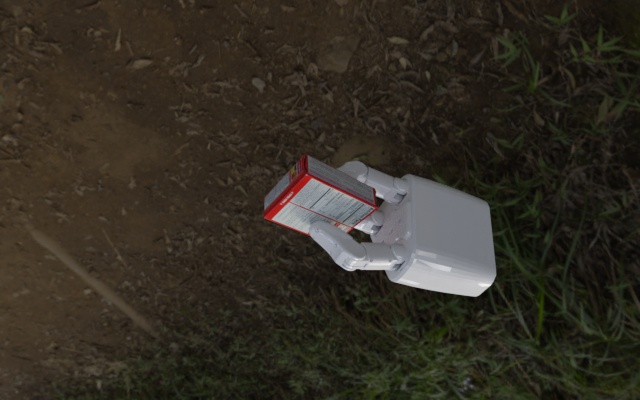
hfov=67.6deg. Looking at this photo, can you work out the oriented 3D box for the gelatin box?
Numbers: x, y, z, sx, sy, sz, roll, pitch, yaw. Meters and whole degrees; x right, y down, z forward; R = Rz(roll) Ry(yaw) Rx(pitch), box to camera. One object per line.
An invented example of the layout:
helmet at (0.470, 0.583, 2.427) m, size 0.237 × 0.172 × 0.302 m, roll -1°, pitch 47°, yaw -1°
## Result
gelatin box at (0.000, 0.002, 0.468) m, size 0.089 × 0.030 × 0.073 m, roll 23°, pitch -48°, yaw -29°
